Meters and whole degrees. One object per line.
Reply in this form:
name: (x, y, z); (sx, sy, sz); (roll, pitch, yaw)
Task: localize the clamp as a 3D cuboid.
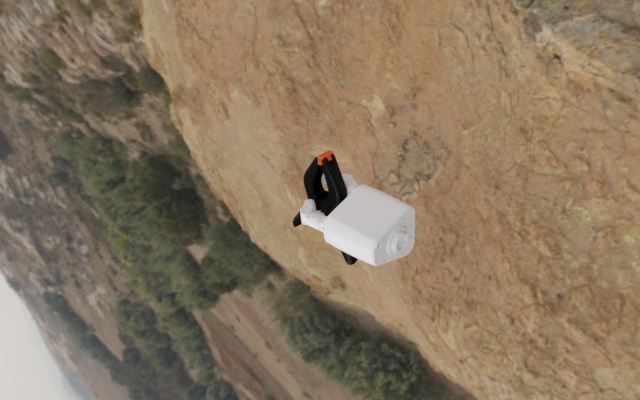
clamp: (0.000, 0.003, 0.868); (0.164, 0.210, 0.036); (24, 42, 39)
